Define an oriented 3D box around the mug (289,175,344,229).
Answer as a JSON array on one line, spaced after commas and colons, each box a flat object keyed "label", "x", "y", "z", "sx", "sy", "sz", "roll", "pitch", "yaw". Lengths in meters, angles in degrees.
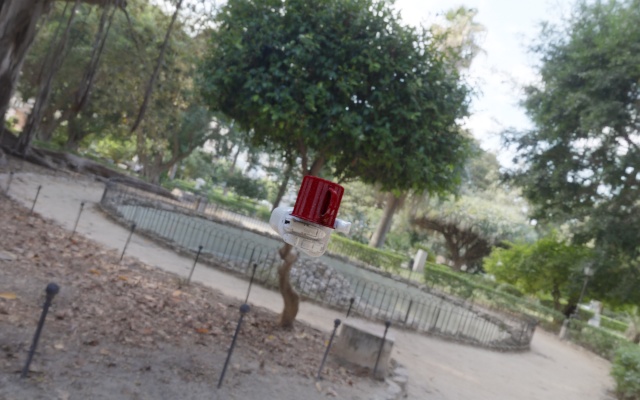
[{"label": "mug", "x": 0.001, "y": 0.003, "z": 0.886, "sx": 0.093, "sy": 0.081, "sz": 0.117, "roll": 19, "pitch": -3, "yaw": -20}]
